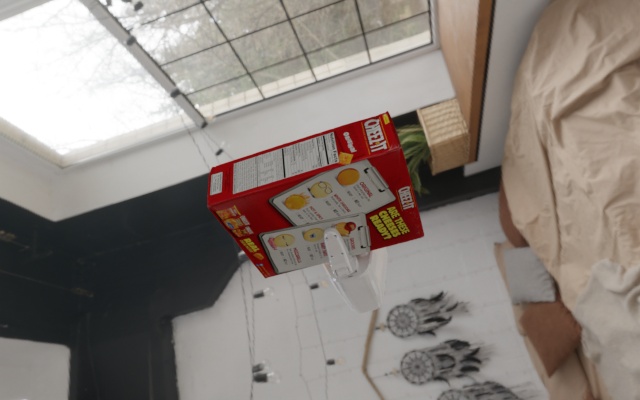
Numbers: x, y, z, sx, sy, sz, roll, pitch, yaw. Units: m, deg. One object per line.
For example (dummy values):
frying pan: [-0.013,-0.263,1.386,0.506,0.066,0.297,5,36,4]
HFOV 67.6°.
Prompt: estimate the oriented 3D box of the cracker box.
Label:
cracker box: [0.000,0.002,0.565,0.214,0.072,0.164,-17,-41,9]
